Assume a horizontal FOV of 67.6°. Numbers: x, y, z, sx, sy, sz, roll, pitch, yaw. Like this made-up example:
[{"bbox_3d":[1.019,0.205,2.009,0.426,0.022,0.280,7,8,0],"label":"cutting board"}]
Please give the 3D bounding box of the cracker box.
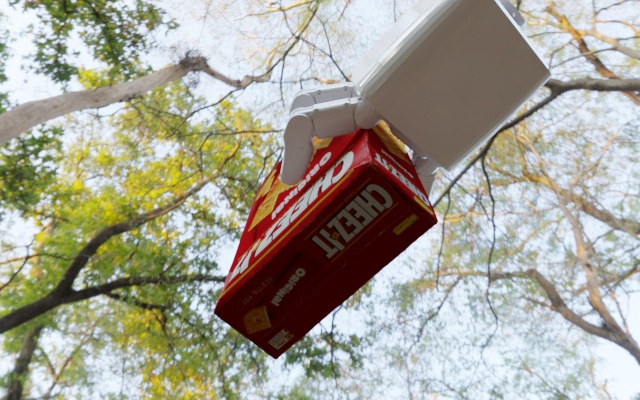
[{"bbox_3d":[0.000,0.001,0.416,0.072,0.164,0.213,40,20,-15],"label":"cracker box"}]
